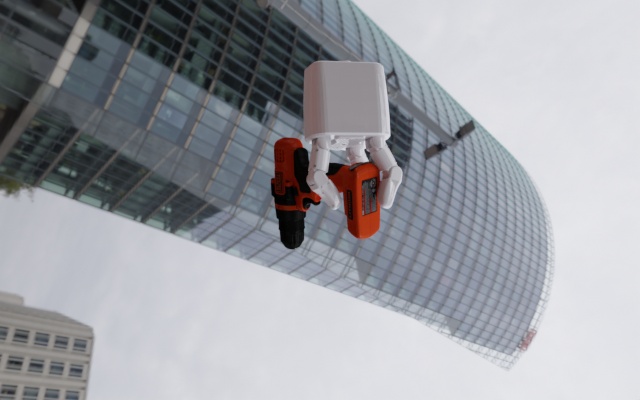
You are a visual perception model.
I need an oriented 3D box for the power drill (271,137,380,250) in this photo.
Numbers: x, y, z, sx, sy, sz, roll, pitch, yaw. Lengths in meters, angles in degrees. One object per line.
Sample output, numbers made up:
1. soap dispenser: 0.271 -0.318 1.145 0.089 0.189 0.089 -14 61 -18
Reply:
1. power drill: 0.000 0.002 0.721 0.187 0.184 0.057 12 22 40
